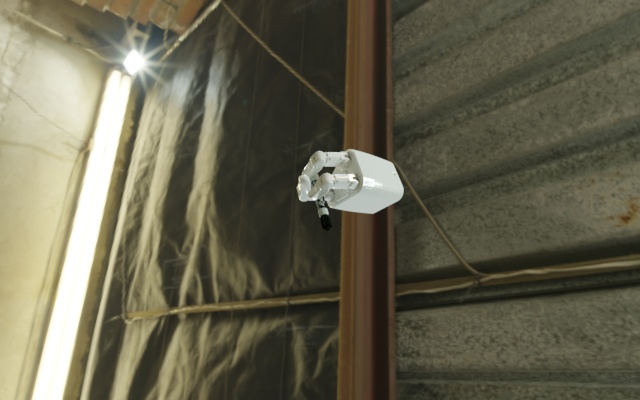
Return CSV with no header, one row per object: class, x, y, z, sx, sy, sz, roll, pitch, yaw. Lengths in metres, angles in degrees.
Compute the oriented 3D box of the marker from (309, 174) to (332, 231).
marker,0.000,0.003,0.869,0.020,0.121,0.020,-10,-35,-7
